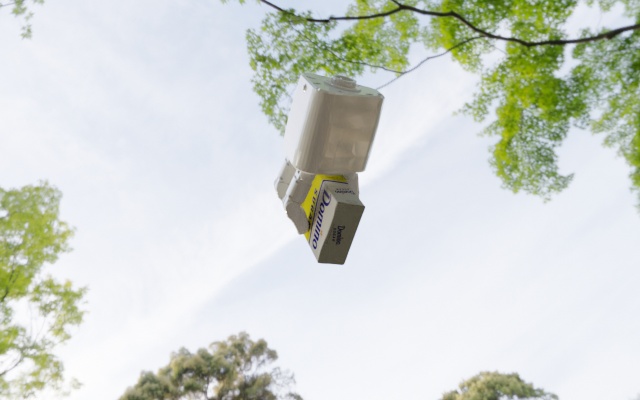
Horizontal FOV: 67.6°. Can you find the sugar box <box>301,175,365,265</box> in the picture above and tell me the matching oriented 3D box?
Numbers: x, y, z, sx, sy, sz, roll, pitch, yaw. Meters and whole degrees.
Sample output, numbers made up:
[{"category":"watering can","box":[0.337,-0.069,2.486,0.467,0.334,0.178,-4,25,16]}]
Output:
[{"category":"sugar box","box":[0.000,0.002,0.671,0.048,0.093,0.176,8,25,-21]}]
